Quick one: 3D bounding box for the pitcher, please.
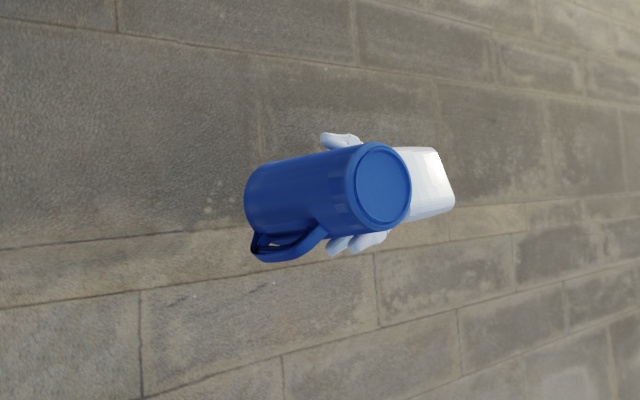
[{"bbox_3d":[0.000,0.002,0.653,0.145,0.149,0.243,-7,-1,-36],"label":"pitcher"}]
